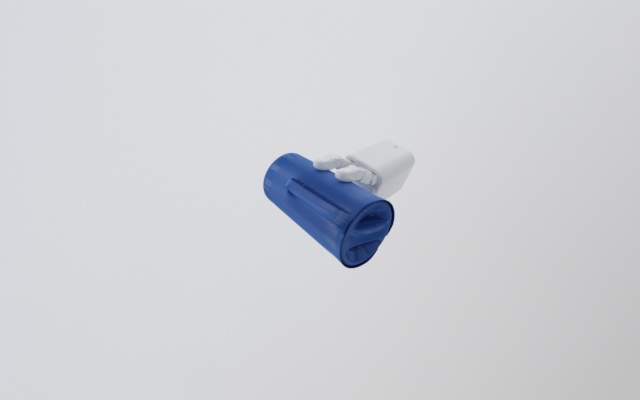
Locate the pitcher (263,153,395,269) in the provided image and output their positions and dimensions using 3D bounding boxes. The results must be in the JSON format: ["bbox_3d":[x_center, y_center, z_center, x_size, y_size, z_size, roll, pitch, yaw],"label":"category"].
[{"bbox_3d":[0.000,0.003,0.863,0.145,0.149,0.242,-29,46,-32],"label":"pitcher"}]
